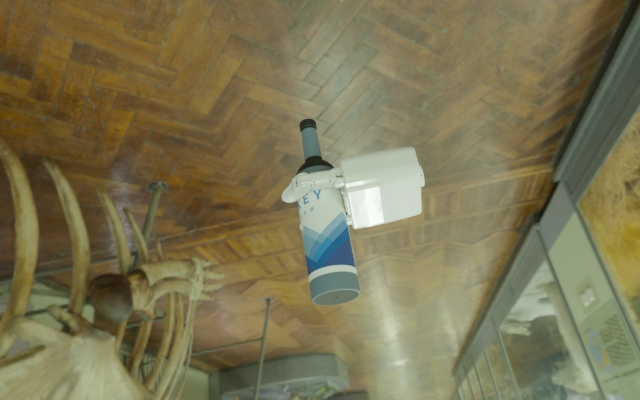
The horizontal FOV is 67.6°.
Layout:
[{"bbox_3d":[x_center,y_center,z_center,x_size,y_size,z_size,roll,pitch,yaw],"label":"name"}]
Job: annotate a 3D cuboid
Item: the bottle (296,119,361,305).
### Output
[{"bbox_3d":[0.000,0.003,0.707,0.069,0.295,0.069,-7,-29,-4],"label":"bottle"}]
